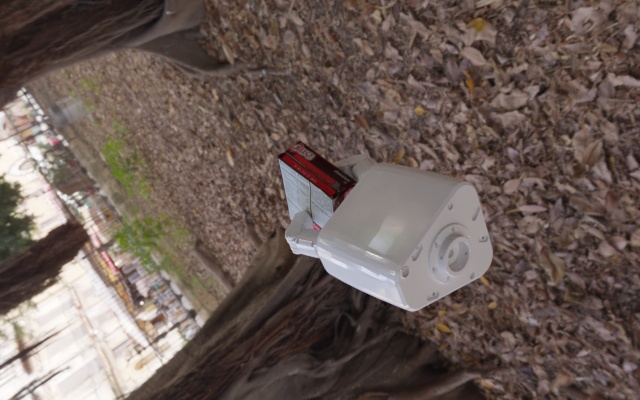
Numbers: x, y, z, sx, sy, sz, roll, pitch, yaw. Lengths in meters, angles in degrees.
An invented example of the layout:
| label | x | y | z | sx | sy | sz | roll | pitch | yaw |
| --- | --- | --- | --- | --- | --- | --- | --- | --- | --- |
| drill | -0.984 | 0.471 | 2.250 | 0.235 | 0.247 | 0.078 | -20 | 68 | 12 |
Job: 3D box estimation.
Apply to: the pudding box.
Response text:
| label | x | y | z | sx | sy | sz | roll | pitch | yaw |
| --- | --- | --- | --- | --- | --- | --- | --- | --- | --- |
| pudding box | 0.000 | 0.002 | 0.525 | 0.039 | 0.114 | 0.090 | -35 | 56 | -24 |
